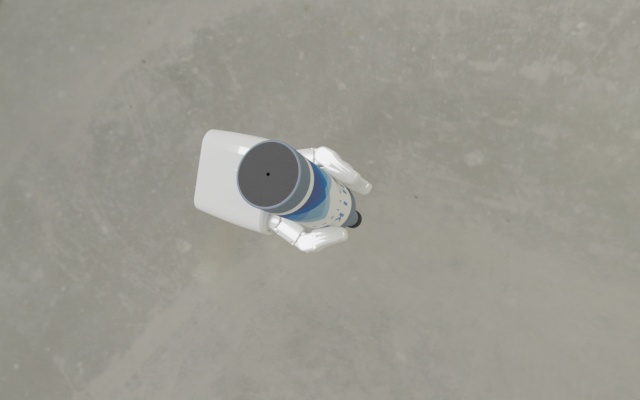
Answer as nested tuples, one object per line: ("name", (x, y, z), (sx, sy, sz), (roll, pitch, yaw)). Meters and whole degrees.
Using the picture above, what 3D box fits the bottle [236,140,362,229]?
("bottle", (0.000, 0.002, 0.576), (0.069, 0.069, 0.296), (0, -10, 20))
